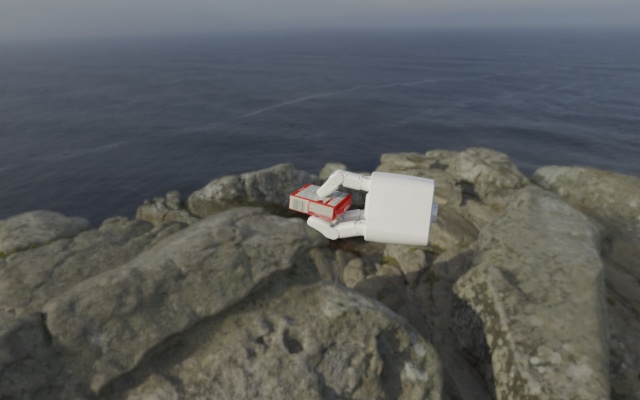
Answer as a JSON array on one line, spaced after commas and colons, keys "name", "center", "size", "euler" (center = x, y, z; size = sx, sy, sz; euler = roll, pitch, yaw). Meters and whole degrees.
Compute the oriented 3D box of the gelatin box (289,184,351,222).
[{"name": "gelatin box", "center": [0.000, 0.002, 0.845], "size": [0.089, 0.030, 0.073], "euler": [16, 24, 21]}]
